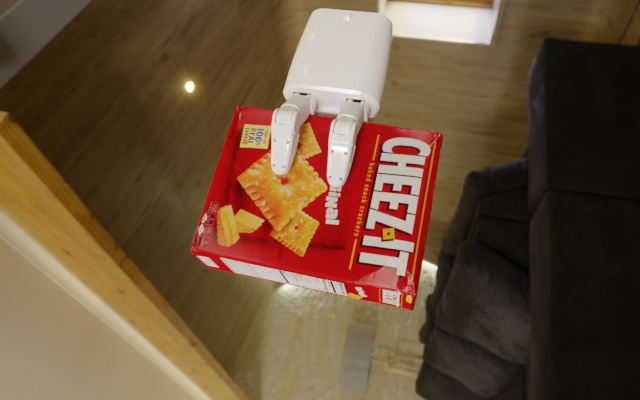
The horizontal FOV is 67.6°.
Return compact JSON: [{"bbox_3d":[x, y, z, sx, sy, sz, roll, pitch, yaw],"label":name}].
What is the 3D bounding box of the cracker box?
[{"bbox_3d":[0.000,0.002,0.472,0.213,0.164,0.072,10,-21,12],"label":"cracker box"}]
